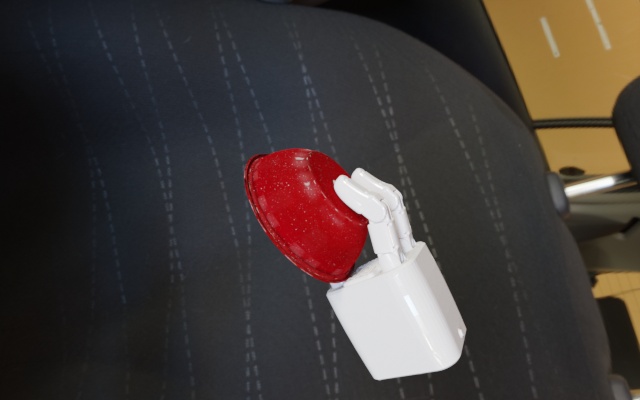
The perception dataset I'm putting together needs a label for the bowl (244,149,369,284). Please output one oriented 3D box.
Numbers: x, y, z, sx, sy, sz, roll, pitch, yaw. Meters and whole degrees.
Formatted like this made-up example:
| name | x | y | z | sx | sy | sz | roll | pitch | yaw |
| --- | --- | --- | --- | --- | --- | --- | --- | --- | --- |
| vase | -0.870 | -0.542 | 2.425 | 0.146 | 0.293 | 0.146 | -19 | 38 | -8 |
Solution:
| name | x | y | z | sx | sy | sz | roll | pitch | yaw |
| --- | --- | --- | --- | --- | --- | --- | --- | --- | --- |
| bowl | 0.000 | 0.000 | 0.490 | 0.055 | 0.162 | 0.162 | -39 | -18 | 24 |
